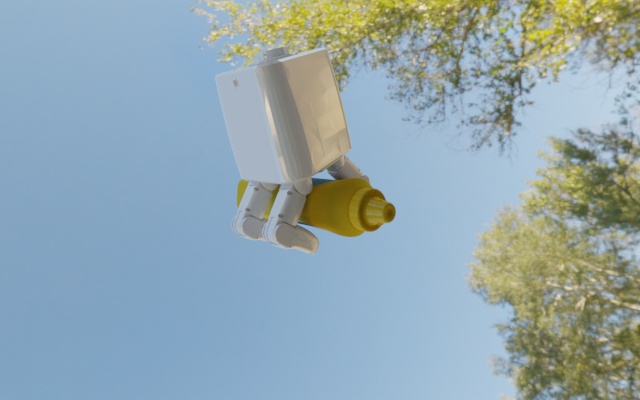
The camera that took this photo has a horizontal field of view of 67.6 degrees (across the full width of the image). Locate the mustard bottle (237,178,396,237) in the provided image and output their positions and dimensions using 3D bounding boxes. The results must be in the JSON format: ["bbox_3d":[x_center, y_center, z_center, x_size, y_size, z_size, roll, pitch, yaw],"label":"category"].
[{"bbox_3d":[0.000,0.002,0.499,0.096,0.058,0.191,3,3,-41],"label":"mustard bottle"}]
